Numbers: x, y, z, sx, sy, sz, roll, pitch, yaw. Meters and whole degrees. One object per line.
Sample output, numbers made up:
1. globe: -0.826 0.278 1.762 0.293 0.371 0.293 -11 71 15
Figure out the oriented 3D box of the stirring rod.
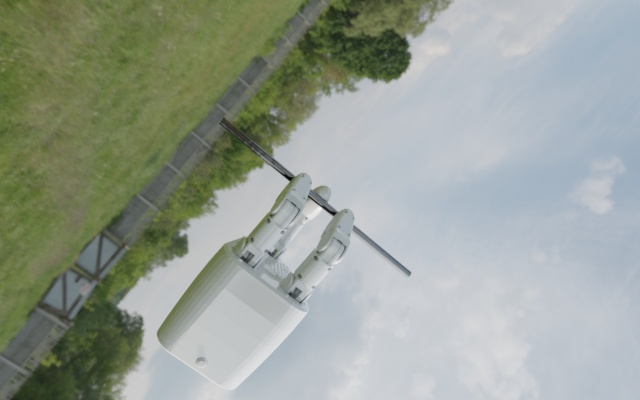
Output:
1. stirring rod: 0.000 0.001 0.462 0.239 0.011 0.011 40 -11 -13
